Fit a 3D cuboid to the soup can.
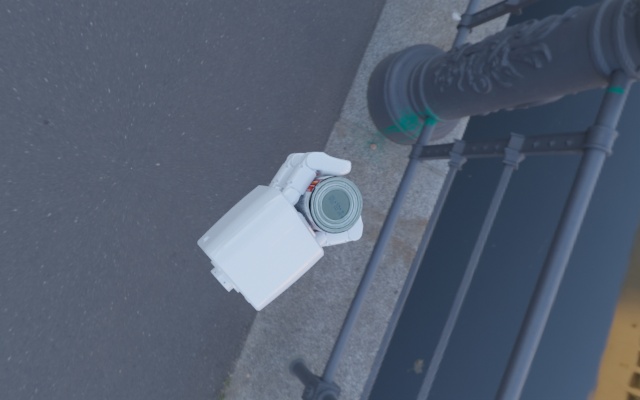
[{"bbox_3d":[0.001,0.002,0.587,0.068,0.068,0.102,0,4,-22],"label":"soup can"}]
